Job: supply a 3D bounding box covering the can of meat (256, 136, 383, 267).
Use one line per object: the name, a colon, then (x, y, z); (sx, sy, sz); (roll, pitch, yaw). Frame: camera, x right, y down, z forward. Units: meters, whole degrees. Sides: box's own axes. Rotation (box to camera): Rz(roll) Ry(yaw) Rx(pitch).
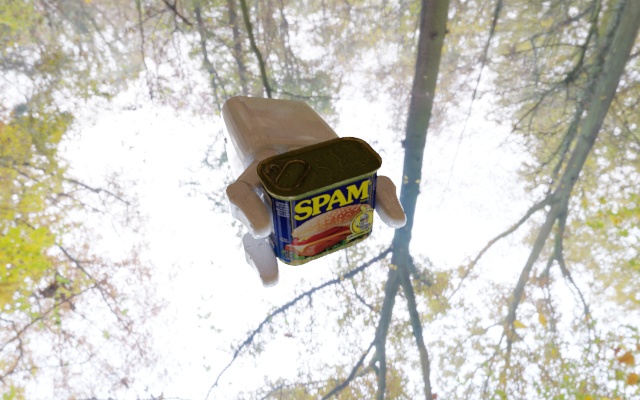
can of meat: (0.000, 0.002, 0.417); (0.102, 0.084, 0.057); (-18, 44, -19)
